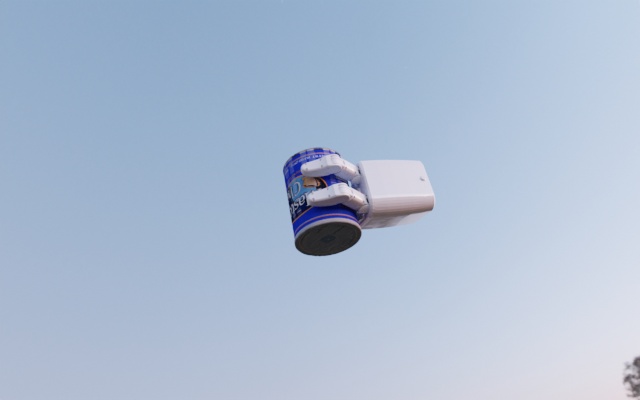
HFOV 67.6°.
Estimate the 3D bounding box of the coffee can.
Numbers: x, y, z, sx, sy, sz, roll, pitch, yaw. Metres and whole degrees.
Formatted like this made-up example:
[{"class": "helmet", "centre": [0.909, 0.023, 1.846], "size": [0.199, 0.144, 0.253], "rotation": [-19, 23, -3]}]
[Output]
[{"class": "coffee can", "centre": [0.000, 0.003, 0.753], "size": [0.103, 0.140, 0.103], "rotation": [-8, -33, -6]}]
